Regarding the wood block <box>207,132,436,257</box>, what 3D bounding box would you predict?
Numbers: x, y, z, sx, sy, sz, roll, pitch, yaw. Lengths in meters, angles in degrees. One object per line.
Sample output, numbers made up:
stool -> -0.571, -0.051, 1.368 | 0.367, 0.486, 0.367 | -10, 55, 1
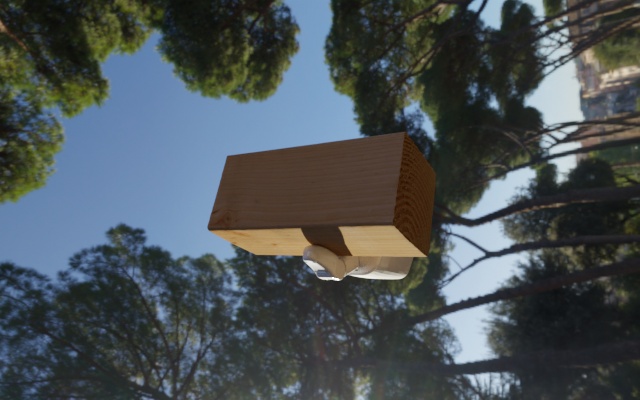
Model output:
wood block -> 0.000, 0.002, 0.484 | 0.206, 0.090, 0.090 | -4, -25, 31
